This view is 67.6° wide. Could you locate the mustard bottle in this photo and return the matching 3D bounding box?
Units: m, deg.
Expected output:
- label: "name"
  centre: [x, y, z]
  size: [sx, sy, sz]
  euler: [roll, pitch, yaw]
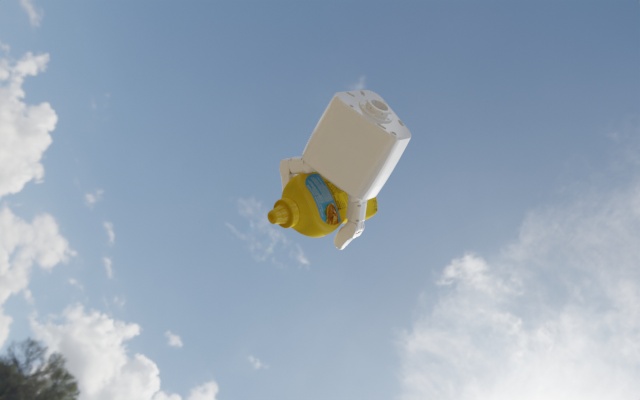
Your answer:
- label: "mustard bottle"
  centre: [0.000, 0.002, 0.696]
  size: [0.191, 0.096, 0.058]
  euler: [-17, -9, -46]
